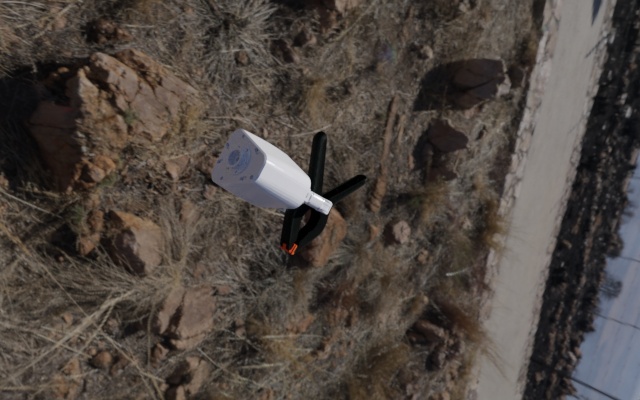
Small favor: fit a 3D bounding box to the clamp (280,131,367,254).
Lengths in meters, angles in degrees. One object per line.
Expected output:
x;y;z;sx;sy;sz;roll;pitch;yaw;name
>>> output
0.000;0.003;0.853;0.036;0.210;0.165;24;-5;43;clamp
